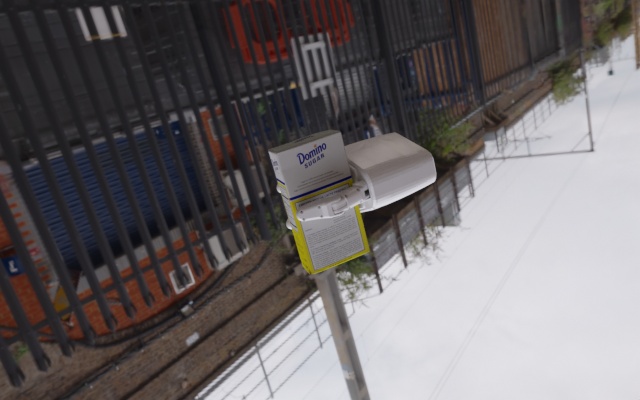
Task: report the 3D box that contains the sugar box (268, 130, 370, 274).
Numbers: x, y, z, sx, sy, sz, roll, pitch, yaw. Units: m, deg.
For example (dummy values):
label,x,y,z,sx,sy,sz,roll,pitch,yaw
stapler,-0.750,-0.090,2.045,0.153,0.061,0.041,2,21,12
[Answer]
label,x,y,z,sx,sy,sz,roll,pitch,yaw
sugar box,0.000,0.002,0.641,0.093,0.176,0.048,-20,17,-17
